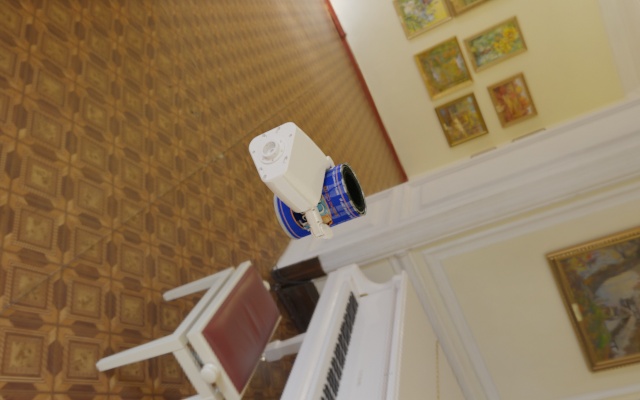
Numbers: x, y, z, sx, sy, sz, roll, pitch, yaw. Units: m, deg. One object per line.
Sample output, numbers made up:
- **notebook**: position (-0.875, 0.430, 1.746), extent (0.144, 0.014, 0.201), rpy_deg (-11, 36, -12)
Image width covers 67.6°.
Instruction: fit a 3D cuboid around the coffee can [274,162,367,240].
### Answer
- **coffee can**: position (0.000, 0.003, 0.877), extent (0.140, 0.103, 0.103), rpy_deg (-21, -7, 20)
